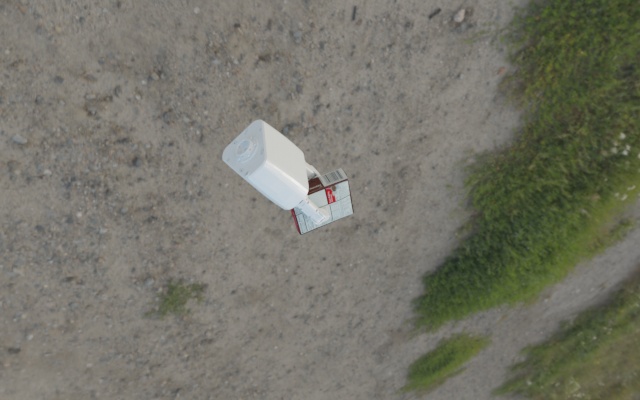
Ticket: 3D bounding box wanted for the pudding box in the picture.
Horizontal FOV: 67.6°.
[{"bbox_3d":[0.000,0.003,0.859,0.113,0.090,0.039,-20,44,-8],"label":"pudding box"}]
